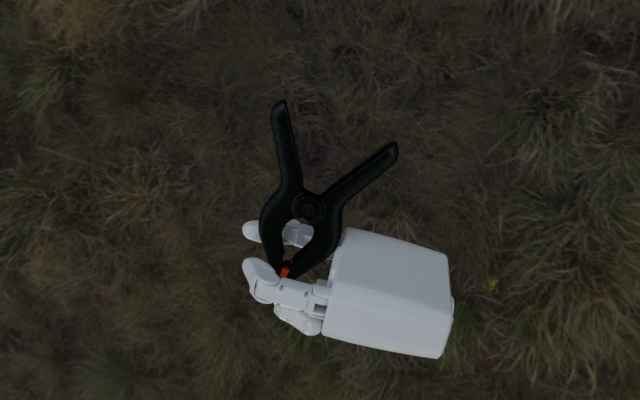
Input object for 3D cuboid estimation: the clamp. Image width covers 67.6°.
[{"bbox_3d":[0.000,0.002,0.446,0.120,0.171,0.039,13,16,4],"label":"clamp"}]
